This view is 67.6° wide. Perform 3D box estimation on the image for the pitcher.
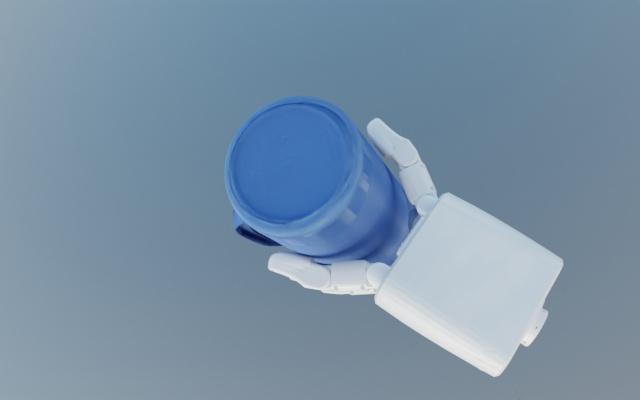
[{"bbox_3d":[0.000,0.002,0.452,0.145,0.149,0.243,33,-2,21],"label":"pitcher"}]
